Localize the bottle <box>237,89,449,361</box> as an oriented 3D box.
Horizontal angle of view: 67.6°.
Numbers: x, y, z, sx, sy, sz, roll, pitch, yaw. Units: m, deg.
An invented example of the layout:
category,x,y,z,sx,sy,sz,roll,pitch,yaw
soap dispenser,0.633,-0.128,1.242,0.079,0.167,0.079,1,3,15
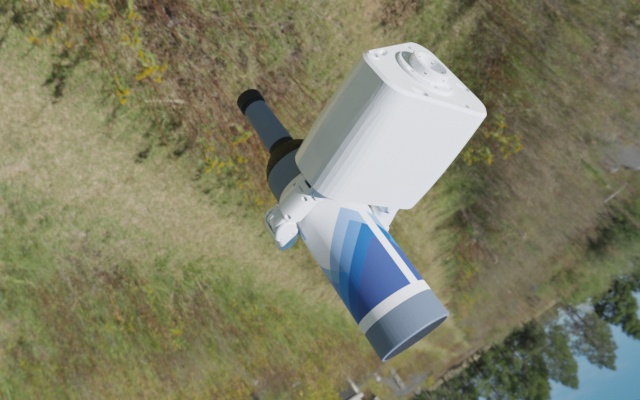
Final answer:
category,x,y,z,sx,sy,sz,roll,pitch,yaw
bottle,0.000,0.002,0.445,0.069,0.295,0.069,-28,-25,-15
